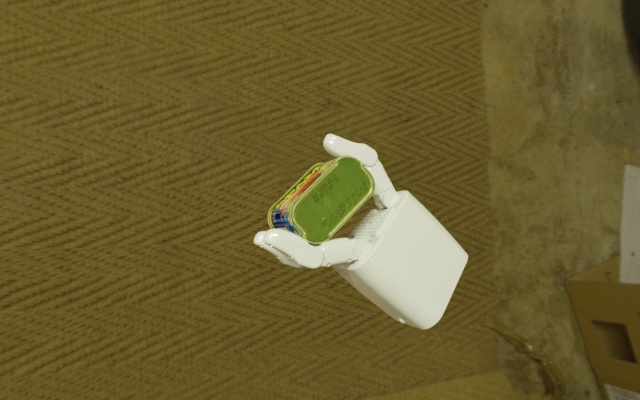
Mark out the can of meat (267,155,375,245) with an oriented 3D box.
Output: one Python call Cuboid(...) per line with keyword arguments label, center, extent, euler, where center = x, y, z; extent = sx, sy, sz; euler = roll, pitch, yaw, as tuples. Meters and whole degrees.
Cuboid(label="can of meat", center=(0.000, 0.002, 0.503), extent=(0.102, 0.057, 0.084), euler=(-45, 10, -16))
